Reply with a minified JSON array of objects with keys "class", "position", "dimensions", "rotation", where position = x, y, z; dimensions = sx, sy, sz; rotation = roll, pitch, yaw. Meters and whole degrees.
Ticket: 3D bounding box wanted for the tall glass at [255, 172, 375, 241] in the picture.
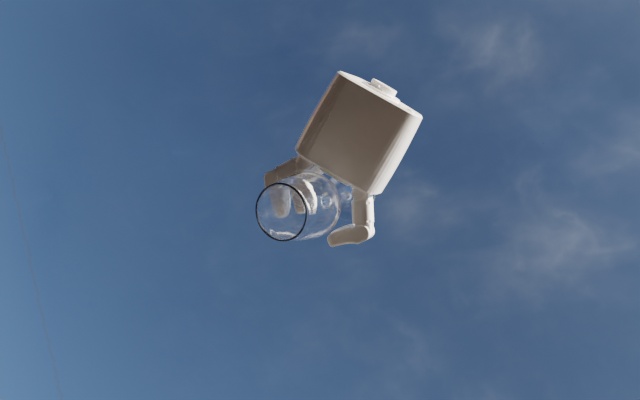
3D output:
[{"class":"tall glass","position":[0.000,0.002,0.583],"dimensions":[0.079,0.079,0.201],"rotation":[0,6,25]}]
